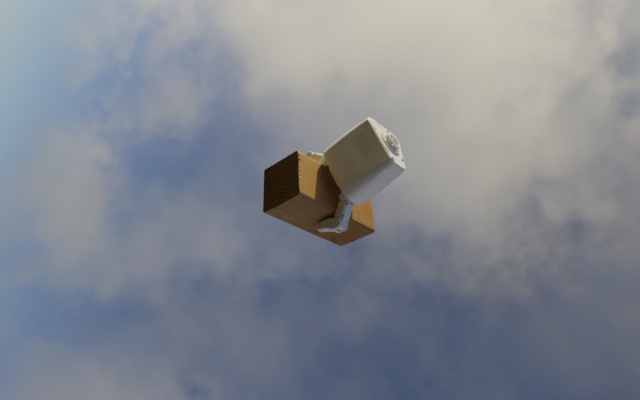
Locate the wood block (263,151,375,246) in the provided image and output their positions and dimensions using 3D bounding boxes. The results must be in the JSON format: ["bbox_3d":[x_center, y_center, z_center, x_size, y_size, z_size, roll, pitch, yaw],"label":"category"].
[{"bbox_3d":[0.001,0.003,0.881,0.090,0.090,0.206,-26,-38,35],"label":"wood block"}]
